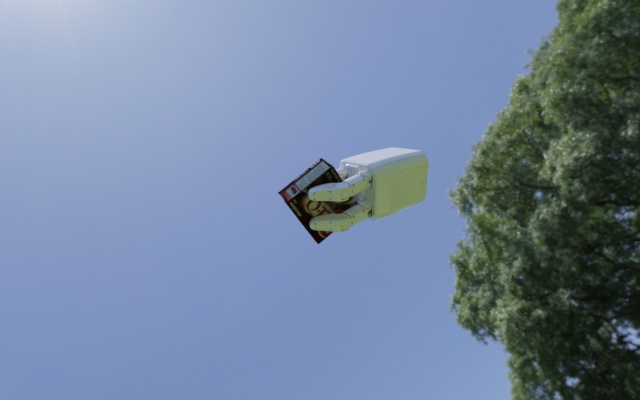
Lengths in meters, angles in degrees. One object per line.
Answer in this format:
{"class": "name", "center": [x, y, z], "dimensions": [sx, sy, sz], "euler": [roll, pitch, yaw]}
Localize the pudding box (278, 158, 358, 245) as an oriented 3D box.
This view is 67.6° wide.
{"class": "pudding box", "center": [0.000, 0.002, 0.741], "dimensions": [0.039, 0.090, 0.114], "euler": [45, -7, 50]}
